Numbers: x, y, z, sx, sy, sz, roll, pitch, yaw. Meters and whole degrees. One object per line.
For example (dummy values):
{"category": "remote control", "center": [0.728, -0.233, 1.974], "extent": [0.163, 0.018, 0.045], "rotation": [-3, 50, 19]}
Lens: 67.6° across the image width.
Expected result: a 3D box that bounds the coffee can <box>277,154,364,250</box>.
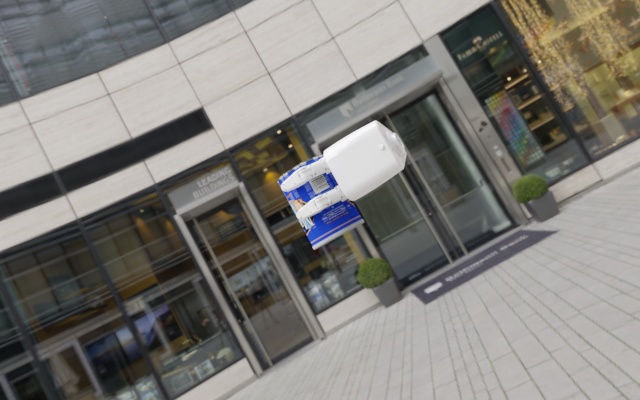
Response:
{"category": "coffee can", "center": [0.000, 0.003, 0.856], "extent": [0.103, 0.140, 0.103], "rotation": [-29, -5, -3]}
